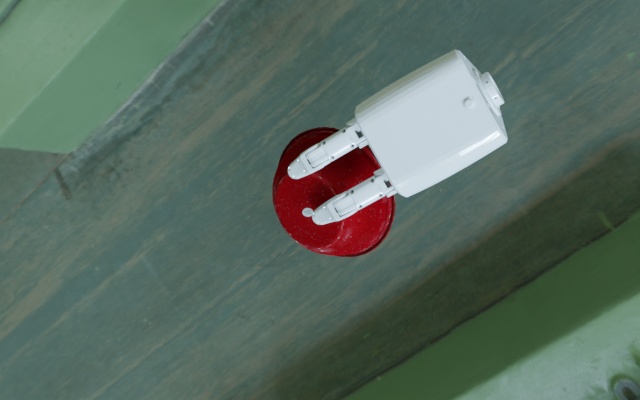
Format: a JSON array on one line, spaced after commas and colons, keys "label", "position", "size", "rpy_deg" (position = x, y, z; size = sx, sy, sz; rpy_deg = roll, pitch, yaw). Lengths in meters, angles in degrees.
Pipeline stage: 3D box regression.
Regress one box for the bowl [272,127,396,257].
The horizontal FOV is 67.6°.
[{"label": "bowl", "position": [-0.001, 0.003, 0.543], "size": [0.162, 0.162, 0.055], "rpy_deg": [0, 20, 35]}]
